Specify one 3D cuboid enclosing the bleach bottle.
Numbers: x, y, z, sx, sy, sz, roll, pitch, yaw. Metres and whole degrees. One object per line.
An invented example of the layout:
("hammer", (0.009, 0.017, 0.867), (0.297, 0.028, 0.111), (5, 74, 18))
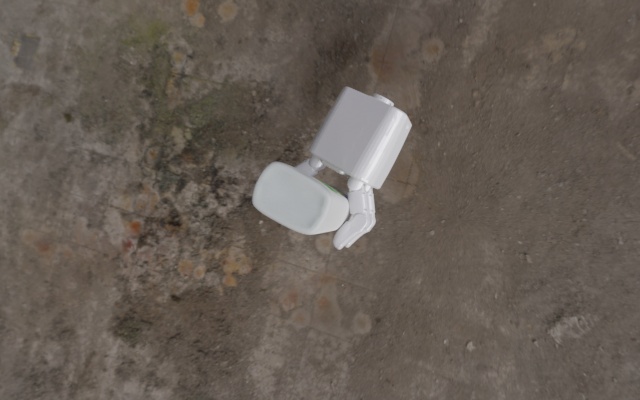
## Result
("bleach bottle", (0.000, 0.002, 0.681), (0.102, 0.068, 0.251), (29, 6, 15))
